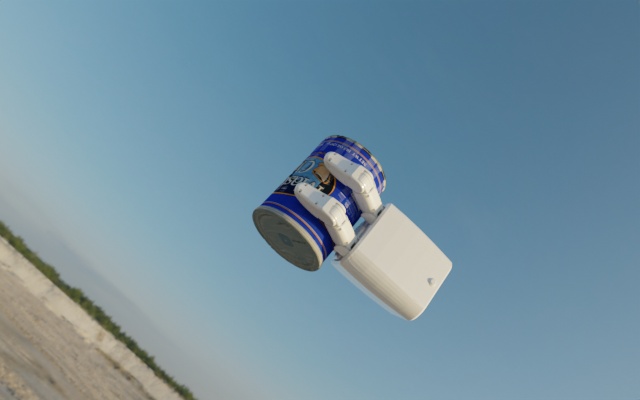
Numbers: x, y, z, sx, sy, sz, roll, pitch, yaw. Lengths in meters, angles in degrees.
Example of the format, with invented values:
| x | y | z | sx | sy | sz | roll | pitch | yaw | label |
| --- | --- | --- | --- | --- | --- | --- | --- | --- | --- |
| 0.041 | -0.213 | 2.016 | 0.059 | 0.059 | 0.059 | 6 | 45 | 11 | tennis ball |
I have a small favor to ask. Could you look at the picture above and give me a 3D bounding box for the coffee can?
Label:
| x | y | z | sx | sy | sz | roll | pitch | yaw | label |
| --- | --- | --- | --- | --- | --- | --- | --- | --- | --- |
| 0.000 | 0.002 | 0.590 | 0.140 | 0.103 | 0.103 | -48 | 26 | -27 | coffee can |
